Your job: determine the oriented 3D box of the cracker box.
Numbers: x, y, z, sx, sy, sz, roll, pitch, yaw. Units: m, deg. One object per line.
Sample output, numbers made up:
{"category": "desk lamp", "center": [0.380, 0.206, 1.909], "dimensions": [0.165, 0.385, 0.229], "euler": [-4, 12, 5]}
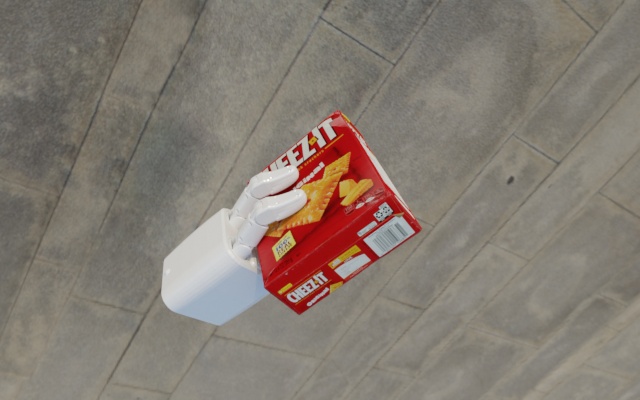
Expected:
{"category": "cracker box", "center": [0.000, 0.002, 0.567], "dimensions": [0.164, 0.072, 0.213], "euler": [-37, 34, 11]}
